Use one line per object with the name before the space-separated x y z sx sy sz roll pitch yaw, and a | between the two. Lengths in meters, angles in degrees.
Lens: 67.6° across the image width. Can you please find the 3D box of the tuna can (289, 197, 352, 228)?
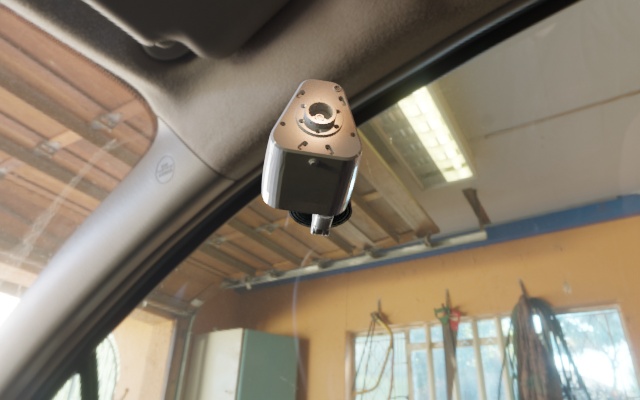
tuna can | 0.000 0.002 0.652 0.086 0.033 0.086 1 -35 1
